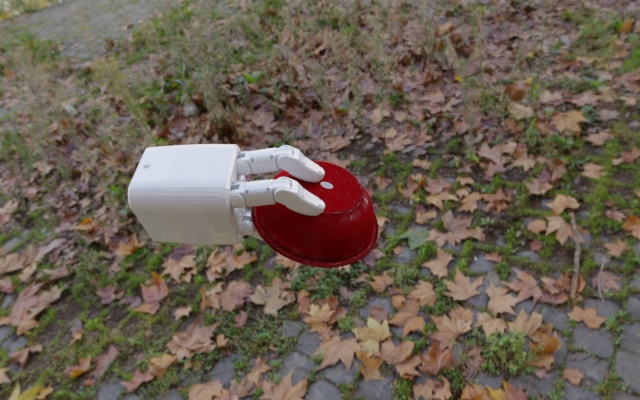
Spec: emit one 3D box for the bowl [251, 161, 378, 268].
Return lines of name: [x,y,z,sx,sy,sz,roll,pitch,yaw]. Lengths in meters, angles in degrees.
bowl: [0.001,0.002,0.577,0.162,0.055,0.162,10,42,-9]
